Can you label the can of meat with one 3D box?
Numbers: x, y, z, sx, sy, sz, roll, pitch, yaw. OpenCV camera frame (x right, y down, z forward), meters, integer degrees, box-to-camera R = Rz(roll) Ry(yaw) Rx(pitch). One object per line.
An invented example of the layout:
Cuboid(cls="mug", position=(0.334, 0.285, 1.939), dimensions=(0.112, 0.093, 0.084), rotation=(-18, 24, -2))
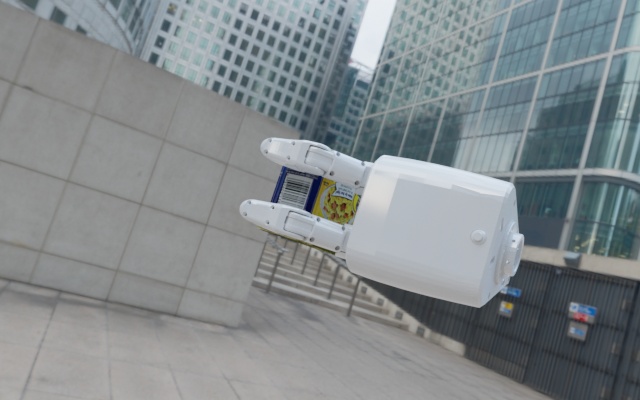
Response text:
Cuboid(cls="can of meat", position=(0.000, 0.001, 0.438), dimensions=(0.057, 0.084, 0.102), rotation=(14, -7, 35))
